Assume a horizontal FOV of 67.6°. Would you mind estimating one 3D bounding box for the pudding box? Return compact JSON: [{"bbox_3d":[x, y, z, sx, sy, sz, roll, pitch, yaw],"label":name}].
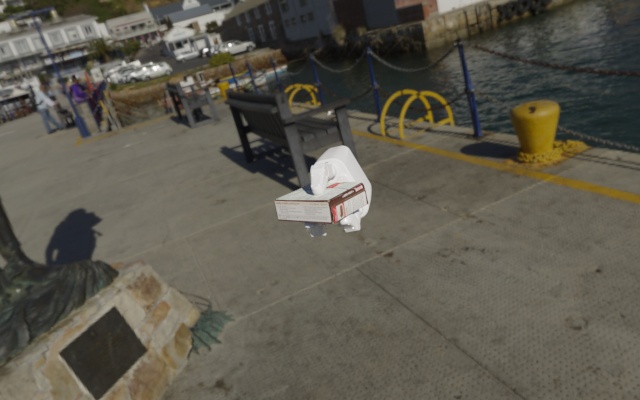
[{"bbox_3d":[0.000,0.002,0.718,0.113,0.039,0.090,-1,19,42],"label":"pudding box"}]
